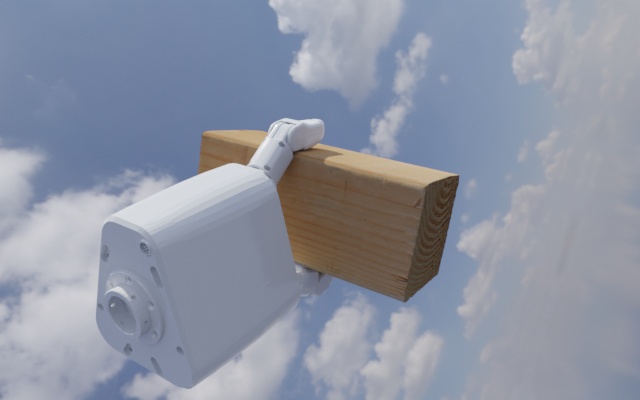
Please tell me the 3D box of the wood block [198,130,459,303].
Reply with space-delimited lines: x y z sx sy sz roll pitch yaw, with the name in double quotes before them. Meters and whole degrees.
"wood block" 0.000 0.001 0.413 0.206 0.091 0.090 16 15 28
